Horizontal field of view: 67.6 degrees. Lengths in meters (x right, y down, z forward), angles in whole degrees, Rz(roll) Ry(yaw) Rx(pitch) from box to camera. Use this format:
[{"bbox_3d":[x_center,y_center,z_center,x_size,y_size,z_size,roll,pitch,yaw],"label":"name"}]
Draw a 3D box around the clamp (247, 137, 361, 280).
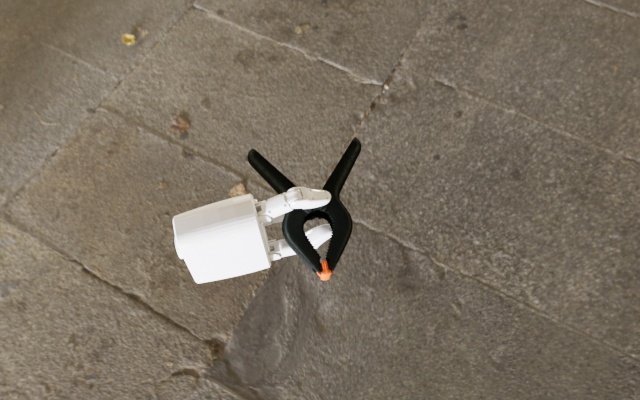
[{"bbox_3d":[0.000,0.002,0.655,0.164,0.210,0.036,-14,-25,-8],"label":"clamp"}]
